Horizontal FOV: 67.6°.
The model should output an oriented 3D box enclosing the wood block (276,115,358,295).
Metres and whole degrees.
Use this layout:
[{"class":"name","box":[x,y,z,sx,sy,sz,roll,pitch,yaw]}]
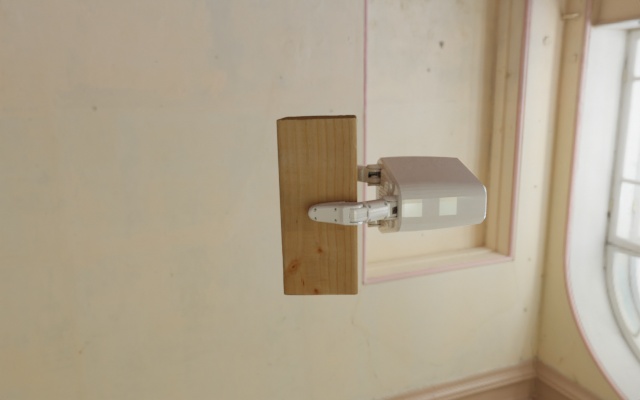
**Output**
[{"class":"wood block","box":[0.000,0.002,0.583,0.090,0.206,0.091,-1,12,4]}]
